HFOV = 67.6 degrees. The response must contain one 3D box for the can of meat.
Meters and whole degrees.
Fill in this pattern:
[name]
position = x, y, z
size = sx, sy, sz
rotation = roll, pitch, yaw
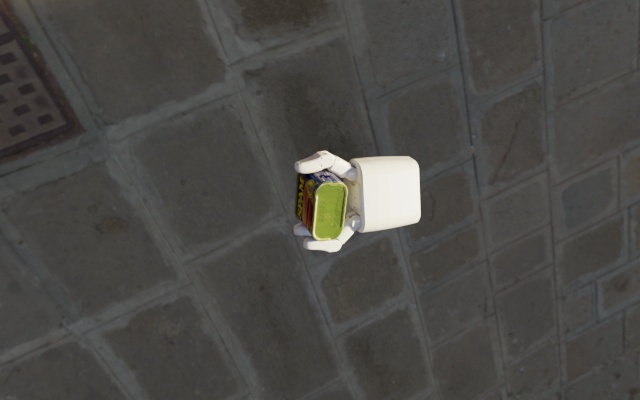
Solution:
[can of meat]
position = 0.000, 0.002, 0.744
size = 0.057, 0.102, 0.084
rotation = -4, 24, -20
